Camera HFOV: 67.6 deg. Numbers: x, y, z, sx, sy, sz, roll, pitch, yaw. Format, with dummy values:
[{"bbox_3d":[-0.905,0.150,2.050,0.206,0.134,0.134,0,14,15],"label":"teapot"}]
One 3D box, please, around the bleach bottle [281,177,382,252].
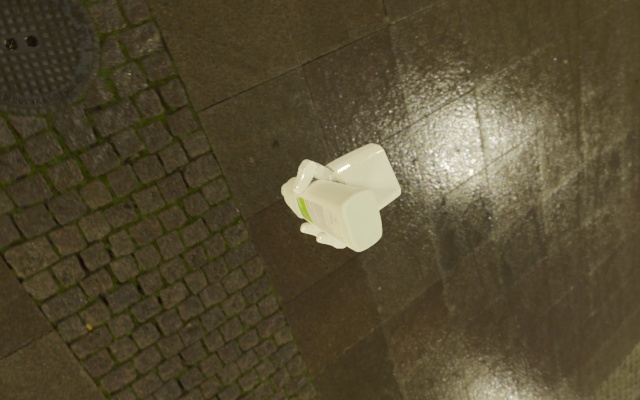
[{"bbox_3d":[0.000,0.003,0.830,0.068,0.103,0.250,-30,29,-23],"label":"bleach bottle"}]
